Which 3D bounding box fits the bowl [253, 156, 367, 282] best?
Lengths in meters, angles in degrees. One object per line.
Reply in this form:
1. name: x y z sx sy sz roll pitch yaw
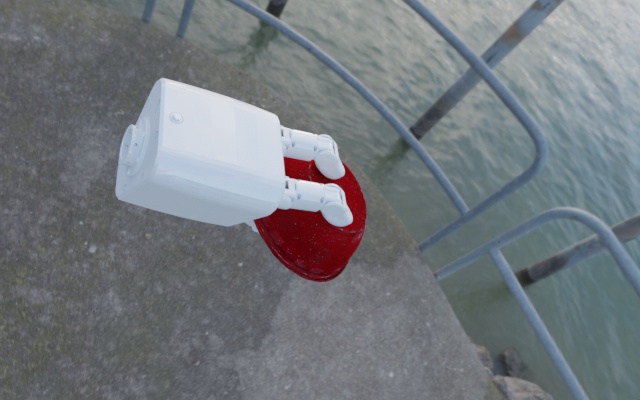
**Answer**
1. bowl: 0.001 0.002 0.510 0.055 0.162 0.162 -28 -16 33
